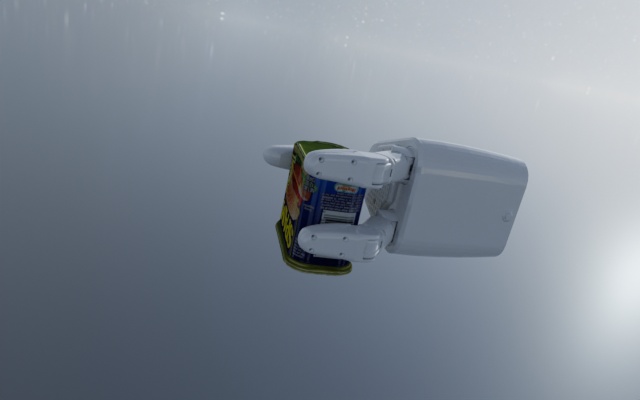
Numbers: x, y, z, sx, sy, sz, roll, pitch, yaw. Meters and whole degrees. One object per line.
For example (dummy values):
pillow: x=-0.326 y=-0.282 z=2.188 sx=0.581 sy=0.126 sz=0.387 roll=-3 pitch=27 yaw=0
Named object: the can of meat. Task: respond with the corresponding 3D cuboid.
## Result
can of meat: x=0.000 y=0.001 z=0.400 sx=0.057 sy=0.084 sz=0.102 roll=8 pitch=19 yaw=-14
